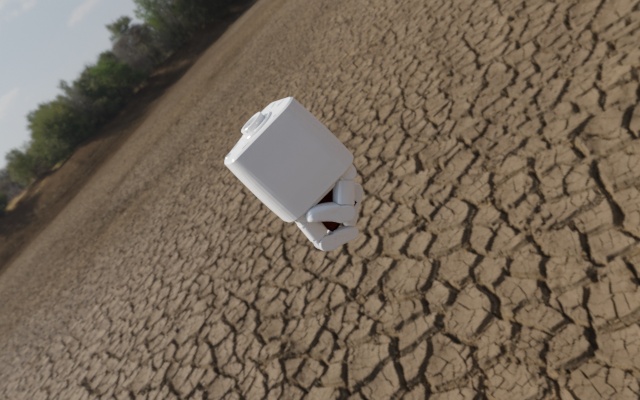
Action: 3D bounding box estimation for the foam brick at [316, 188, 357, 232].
[{"bbox_3d":[0.000,0.002,0.632,0.051,0.053,0.078,43,-13,-22],"label":"foam brick"}]
